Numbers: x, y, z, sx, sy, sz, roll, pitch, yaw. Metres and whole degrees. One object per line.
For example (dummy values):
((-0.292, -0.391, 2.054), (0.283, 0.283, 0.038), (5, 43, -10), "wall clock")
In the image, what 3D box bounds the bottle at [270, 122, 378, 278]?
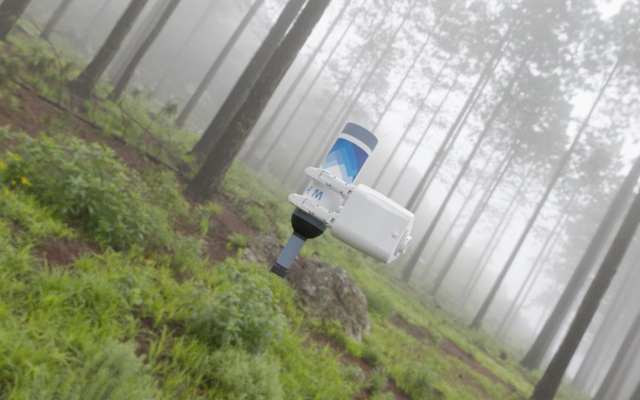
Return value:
((0.000, 0.003, 0.843), (0.069, 0.295, 0.069), (31, -6, 4), "bottle")
